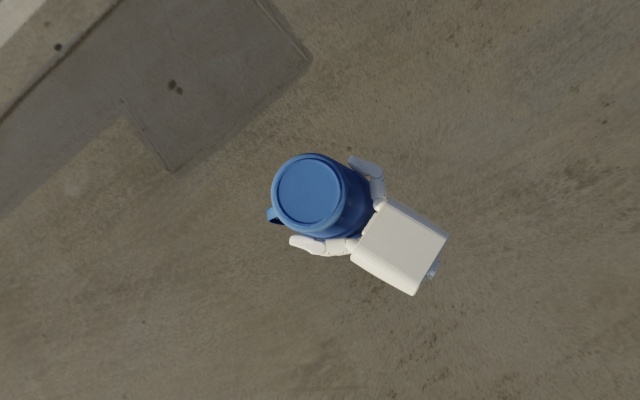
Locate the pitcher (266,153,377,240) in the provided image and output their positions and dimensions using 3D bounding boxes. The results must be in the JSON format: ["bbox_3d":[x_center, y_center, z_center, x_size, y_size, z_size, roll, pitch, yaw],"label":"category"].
[{"bbox_3d":[0.000,0.002,0.742,0.145,0.149,0.243,32,3,14],"label":"pitcher"}]
